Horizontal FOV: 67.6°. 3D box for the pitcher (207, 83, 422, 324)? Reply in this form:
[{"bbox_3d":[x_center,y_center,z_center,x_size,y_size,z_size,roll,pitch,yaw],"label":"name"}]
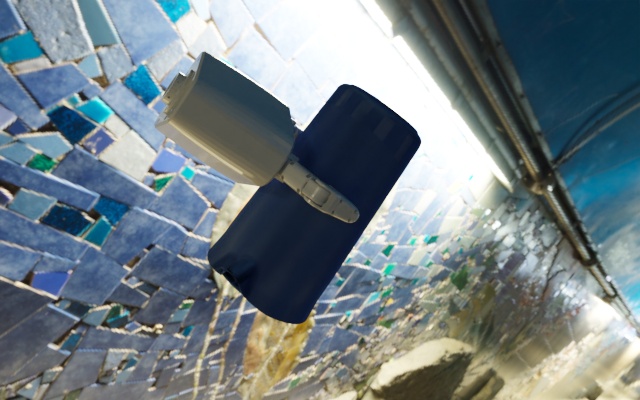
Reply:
[{"bbox_3d":[0.000,0.002,0.528,0.145,0.243,0.149,33,8,-26],"label":"pitcher"}]
